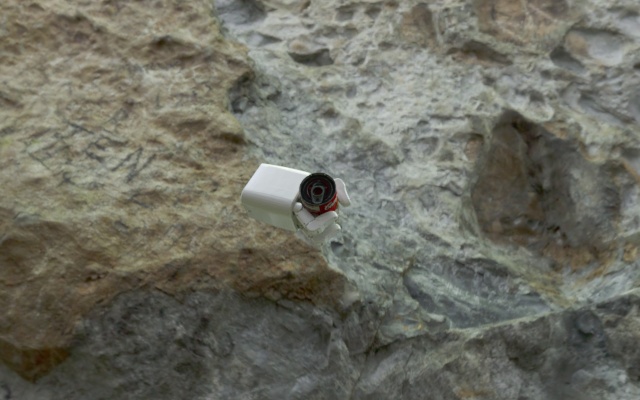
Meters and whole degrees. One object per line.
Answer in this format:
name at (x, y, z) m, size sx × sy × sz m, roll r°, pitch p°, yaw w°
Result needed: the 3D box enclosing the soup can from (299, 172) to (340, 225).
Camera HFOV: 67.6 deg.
soup can at (0.001, 0.003, 0.896) m, size 0.068 × 0.068 × 0.102 m, roll 0°, pitch -29°, yaw 7°
